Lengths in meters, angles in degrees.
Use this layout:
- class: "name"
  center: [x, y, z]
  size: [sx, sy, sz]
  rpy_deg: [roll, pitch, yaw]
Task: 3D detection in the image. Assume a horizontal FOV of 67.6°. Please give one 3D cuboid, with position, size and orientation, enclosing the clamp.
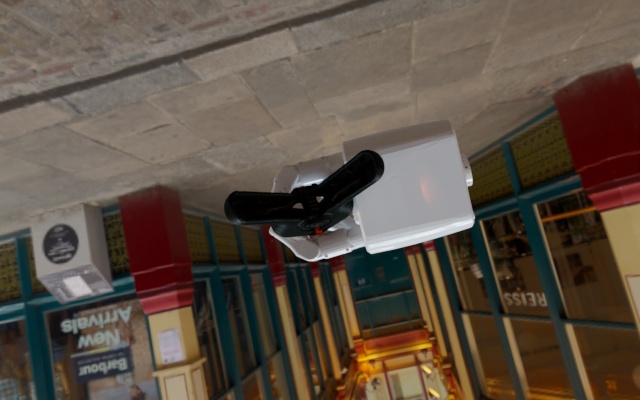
- class: "clamp"
  center: [0.000, 0.002, 0.412]
  size: [0.120, 0.039, 0.171]
  rpy_deg: [-14, -10, 8]
